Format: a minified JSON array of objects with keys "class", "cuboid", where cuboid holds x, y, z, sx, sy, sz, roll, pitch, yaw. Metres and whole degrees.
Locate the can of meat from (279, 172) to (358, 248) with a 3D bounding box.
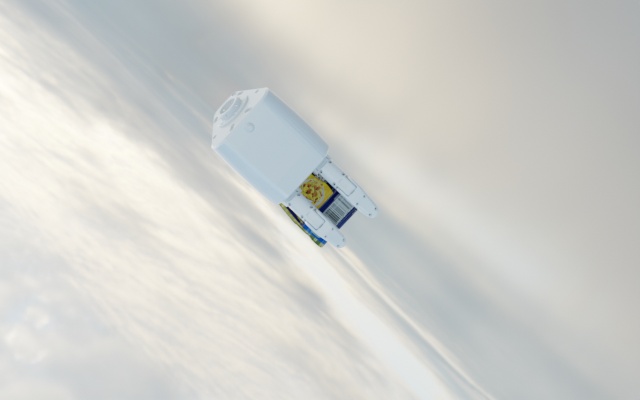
[{"class":"can of meat","cuboid":[0.000,0.002,0.632,0.057,0.084,0.102,43,1,-35]}]
